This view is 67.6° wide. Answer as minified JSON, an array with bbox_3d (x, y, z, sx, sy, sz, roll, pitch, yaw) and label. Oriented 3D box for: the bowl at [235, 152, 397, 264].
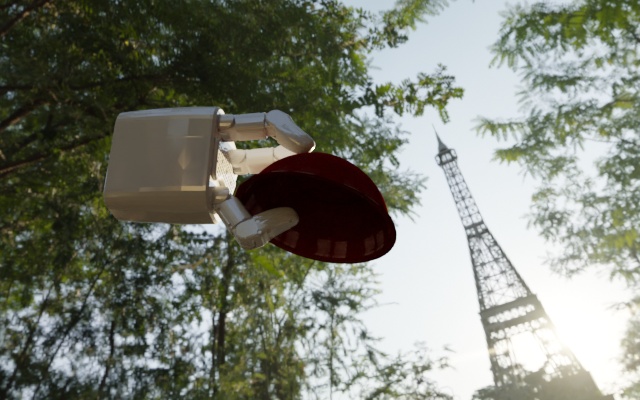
[{"bbox_3d":[0.001,0.002,0.476,0.162,0.055,0.162,12,-32,8],"label":"bowl"}]
